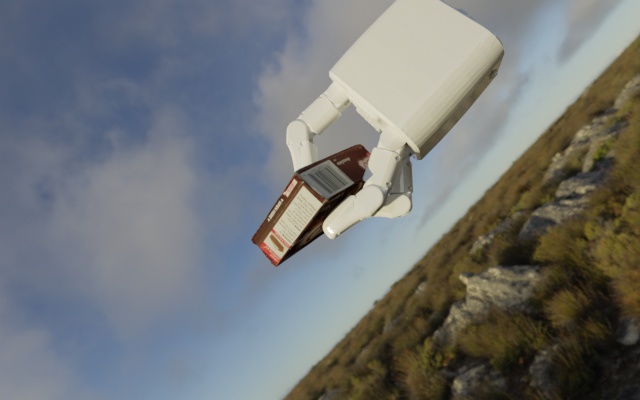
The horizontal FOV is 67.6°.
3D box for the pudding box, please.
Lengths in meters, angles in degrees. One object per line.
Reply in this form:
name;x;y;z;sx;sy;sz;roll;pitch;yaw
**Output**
pudding box;0.000;0.001;0.433;0.113;0.039;0.090;-27;-22;-52
